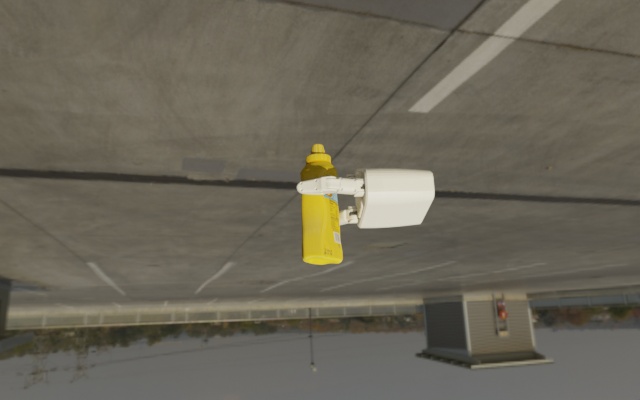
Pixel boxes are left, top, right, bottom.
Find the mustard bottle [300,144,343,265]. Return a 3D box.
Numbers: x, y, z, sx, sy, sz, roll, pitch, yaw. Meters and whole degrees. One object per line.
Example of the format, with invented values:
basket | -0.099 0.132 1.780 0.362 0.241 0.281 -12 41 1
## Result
mustard bottle | 0.000 0.003 0.760 0.058 0.191 0.096 -7 -14 19
